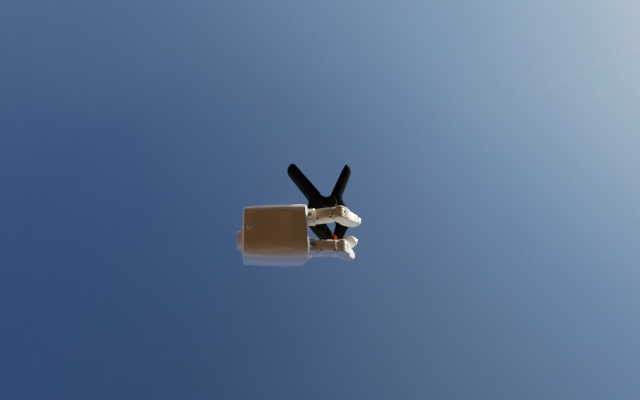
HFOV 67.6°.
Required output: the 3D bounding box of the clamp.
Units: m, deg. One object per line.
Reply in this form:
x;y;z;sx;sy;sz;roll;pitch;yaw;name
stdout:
0.000;0.003;0.844;0.120;0.171;0.039;4;-32;-10;clamp
